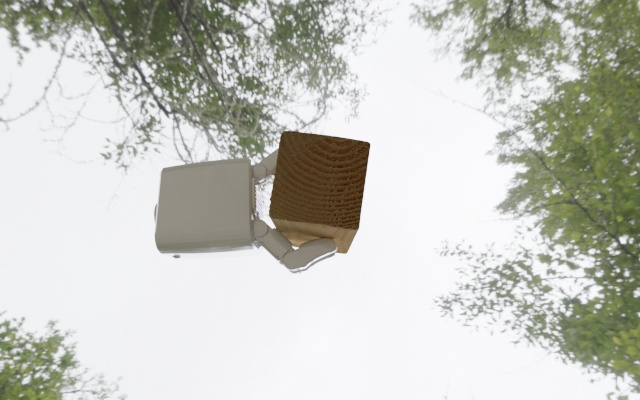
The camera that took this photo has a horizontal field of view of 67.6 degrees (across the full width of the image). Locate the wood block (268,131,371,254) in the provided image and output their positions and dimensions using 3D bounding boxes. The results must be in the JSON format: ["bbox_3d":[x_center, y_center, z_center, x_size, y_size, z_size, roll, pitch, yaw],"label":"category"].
[{"bbox_3d":[0.000,0.001,0.555,0.090,0.090,0.206,8,-12,2],"label":"wood block"}]
